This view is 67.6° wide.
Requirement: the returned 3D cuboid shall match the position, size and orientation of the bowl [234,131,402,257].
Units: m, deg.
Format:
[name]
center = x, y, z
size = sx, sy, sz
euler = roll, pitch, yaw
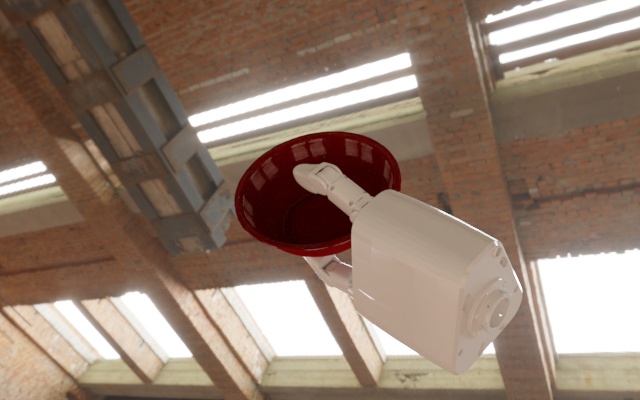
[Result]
[bowl]
center = 0.000, 0.001, 0.474
size = 0.162, 0.162, 0.055
euler = 0, -44, 14
